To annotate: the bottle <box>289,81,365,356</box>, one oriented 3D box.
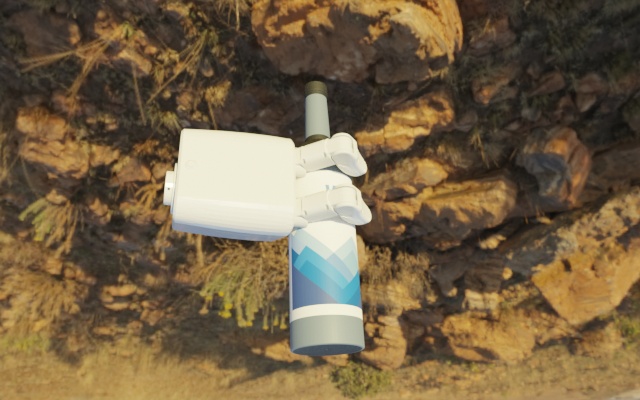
[{"bbox_3d":[0.000,0.002,0.490,0.069,0.295,0.069,-2,-26,-1],"label":"bottle"}]
